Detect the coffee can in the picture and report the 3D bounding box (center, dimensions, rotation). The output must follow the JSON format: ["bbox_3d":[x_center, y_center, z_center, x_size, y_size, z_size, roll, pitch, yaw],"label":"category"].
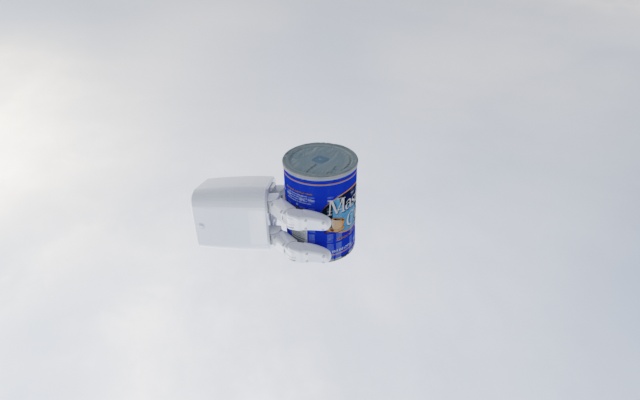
[{"bbox_3d":[0.000,0.002,0.679,0.103,0.140,0.102,0,32,0],"label":"coffee can"}]
